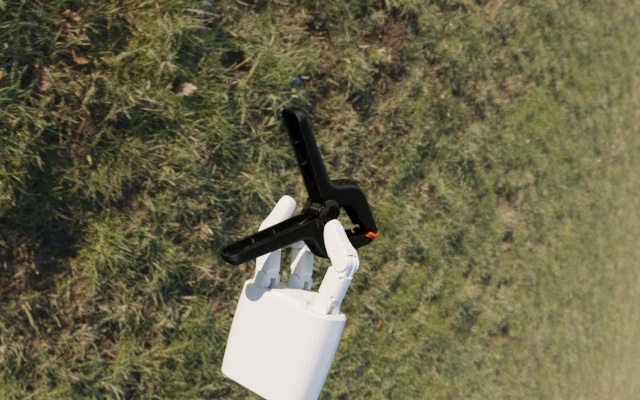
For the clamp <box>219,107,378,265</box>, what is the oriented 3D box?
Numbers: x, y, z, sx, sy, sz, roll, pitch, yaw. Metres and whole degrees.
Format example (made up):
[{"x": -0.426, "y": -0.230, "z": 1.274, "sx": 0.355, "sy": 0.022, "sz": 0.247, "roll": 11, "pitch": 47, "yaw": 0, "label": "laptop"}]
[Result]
[{"x": 0.001, "y": 0.002, "z": 0.525, "sx": 0.036, "sy": 0.164, "sz": 0.210, "roll": 23, "pitch": 5, "yaw": 43, "label": "clamp"}]
